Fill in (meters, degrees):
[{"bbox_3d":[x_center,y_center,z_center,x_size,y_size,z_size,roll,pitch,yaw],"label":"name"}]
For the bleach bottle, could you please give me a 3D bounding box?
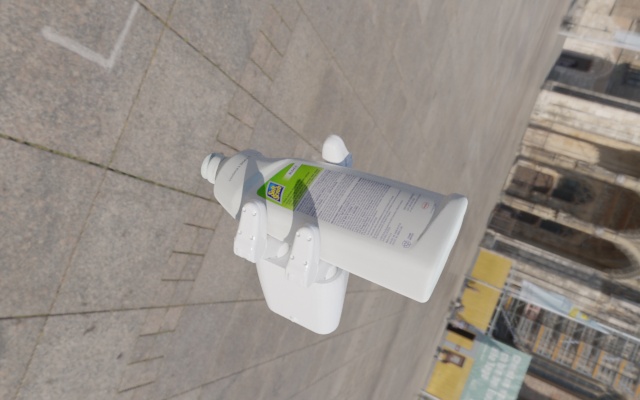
[{"bbox_3d":[0.000,0.002,0.454,0.251,0.068,0.102,21,52,20],"label":"bleach bottle"}]
